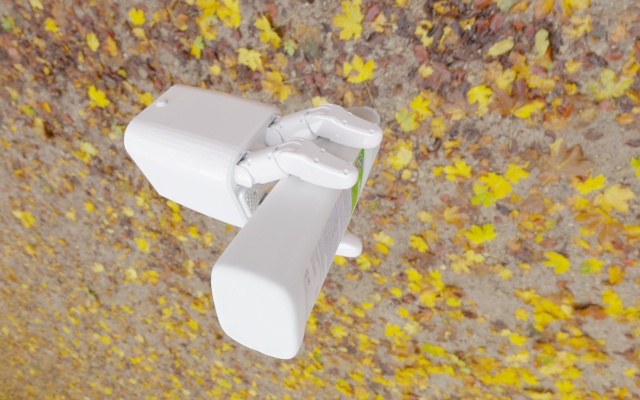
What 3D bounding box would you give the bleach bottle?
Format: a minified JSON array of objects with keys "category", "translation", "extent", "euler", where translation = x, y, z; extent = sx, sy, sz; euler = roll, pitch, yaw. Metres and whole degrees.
[{"category":"bleach bottle","translation":[0.000,0.001,0.416],"extent":[0.068,0.103,0.250],"euler":[17,46,15]}]
